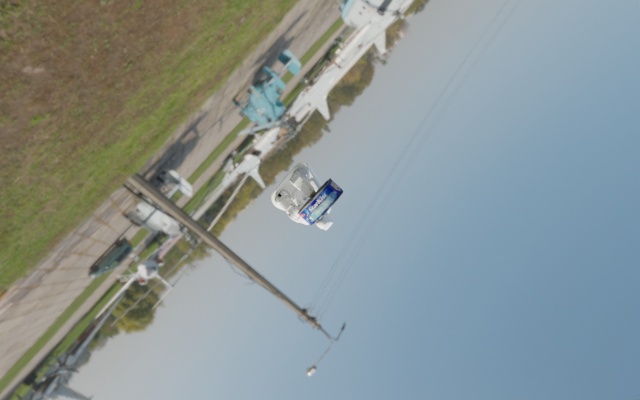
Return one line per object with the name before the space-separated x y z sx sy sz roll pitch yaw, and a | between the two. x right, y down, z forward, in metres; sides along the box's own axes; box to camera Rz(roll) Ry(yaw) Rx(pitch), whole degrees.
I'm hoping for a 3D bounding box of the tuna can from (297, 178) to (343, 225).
tuna can | 0.001 0.003 0.838 0.034 0.086 0.086 43 -3 -4
